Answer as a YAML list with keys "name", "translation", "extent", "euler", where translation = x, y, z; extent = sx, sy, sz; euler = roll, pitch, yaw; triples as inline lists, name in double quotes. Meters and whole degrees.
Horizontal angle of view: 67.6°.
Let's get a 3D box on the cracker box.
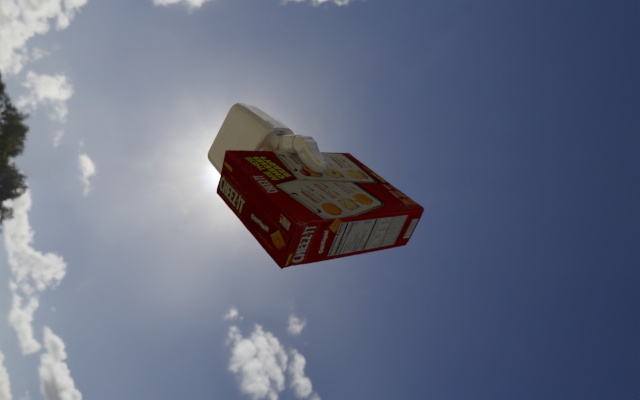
- name: "cracker box"
  translation: [0.000, 0.002, 0.616]
  extent: [0.213, 0.072, 0.164]
  euler: [-5, 35, -41]
